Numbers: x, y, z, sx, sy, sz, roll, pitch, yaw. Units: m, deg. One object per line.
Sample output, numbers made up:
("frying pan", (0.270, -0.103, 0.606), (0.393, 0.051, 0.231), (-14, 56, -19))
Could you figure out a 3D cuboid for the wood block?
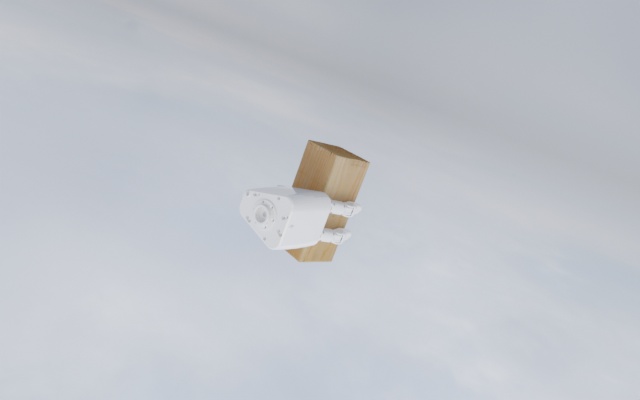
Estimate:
("wood block", (0.000, 0.003, 0.894), (0.090, 0.206, 0.090), (6, 21, -45))
